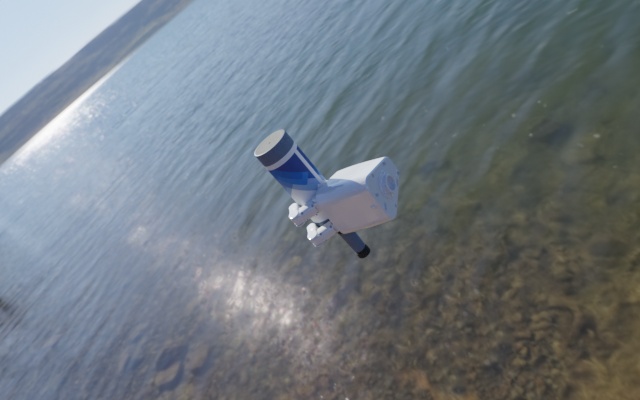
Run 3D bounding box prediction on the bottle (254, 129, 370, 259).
[{"bbox_3d":[0.000,0.003,0.866,0.069,0.069,0.296,0,-43,53],"label":"bottle"}]
